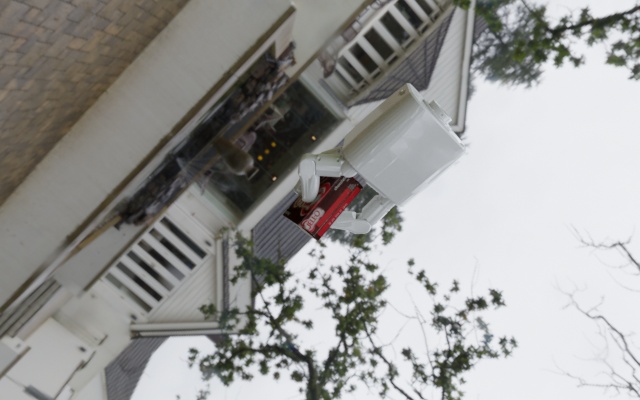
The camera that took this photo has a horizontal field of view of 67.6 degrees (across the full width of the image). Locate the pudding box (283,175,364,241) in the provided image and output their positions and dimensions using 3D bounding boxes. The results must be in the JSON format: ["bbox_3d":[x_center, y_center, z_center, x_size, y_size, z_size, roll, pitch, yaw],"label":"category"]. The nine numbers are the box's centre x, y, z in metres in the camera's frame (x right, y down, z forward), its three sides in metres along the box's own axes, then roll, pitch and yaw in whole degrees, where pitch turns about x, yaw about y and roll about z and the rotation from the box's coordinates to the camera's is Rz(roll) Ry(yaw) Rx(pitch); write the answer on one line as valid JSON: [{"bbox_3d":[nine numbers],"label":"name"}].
[{"bbox_3d":[0.000,0.002,0.629,0.039,0.090,0.113,43,-7,-12],"label":"pudding box"}]
